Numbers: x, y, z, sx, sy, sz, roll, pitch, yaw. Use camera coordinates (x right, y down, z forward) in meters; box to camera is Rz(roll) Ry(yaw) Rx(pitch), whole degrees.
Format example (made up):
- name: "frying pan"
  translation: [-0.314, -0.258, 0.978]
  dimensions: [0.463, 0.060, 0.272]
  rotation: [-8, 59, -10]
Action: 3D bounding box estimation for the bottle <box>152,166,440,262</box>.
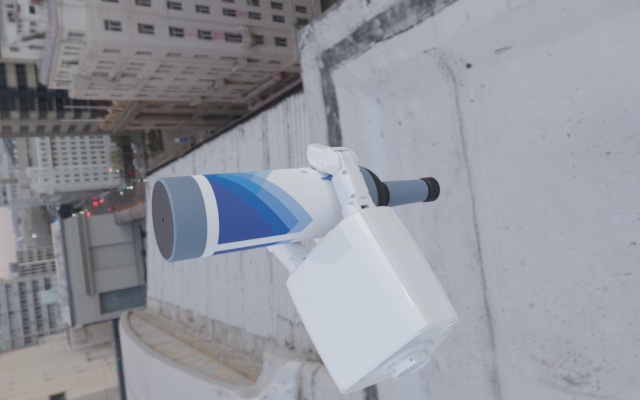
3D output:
- name: "bottle"
  translation: [0.000, 0.001, 0.451]
  dimensions: [0.295, 0.069, 0.069]
  rotation: [-7, 3, -33]
